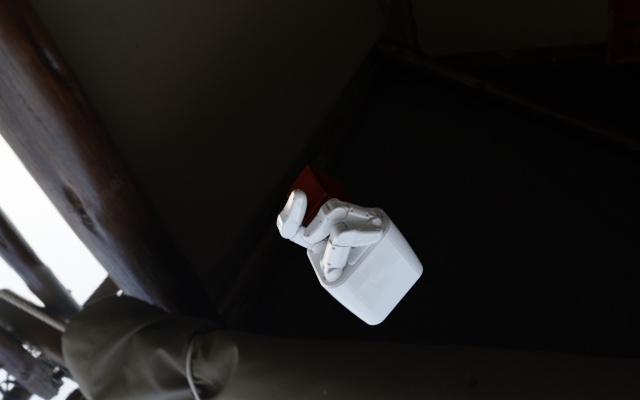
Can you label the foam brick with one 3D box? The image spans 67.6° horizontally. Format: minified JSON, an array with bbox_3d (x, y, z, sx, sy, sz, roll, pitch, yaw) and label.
[{"bbox_3d":[0.000,0.002,0.599,0.051,0.053,0.078,27,19,-32],"label":"foam brick"}]
